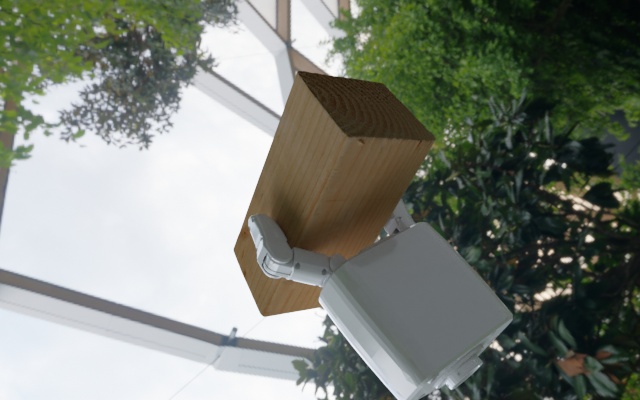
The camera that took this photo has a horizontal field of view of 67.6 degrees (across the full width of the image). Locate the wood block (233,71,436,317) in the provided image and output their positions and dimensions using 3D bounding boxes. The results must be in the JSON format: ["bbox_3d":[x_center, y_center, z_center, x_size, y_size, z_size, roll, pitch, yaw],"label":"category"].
[{"bbox_3d":[0.000,0.002,0.430,0.091,0.206,0.090,-1,43,-33],"label":"wood block"}]
